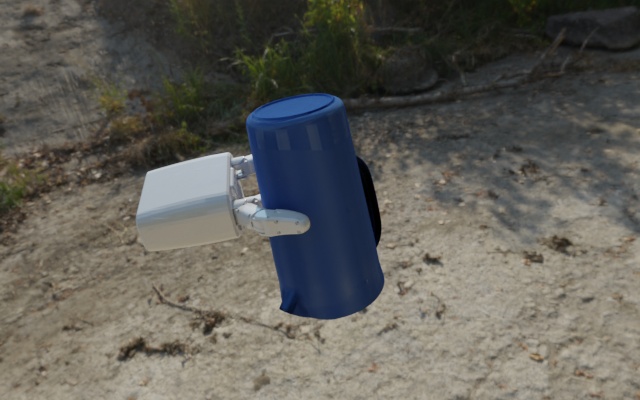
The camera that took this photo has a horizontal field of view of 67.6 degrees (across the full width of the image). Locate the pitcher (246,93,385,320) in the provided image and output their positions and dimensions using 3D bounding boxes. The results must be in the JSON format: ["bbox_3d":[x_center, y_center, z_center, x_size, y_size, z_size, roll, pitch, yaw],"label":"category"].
[{"bbox_3d":[0.000,0.002,0.564,0.145,0.243,0.149,-10,25,2],"label":"pitcher"}]
